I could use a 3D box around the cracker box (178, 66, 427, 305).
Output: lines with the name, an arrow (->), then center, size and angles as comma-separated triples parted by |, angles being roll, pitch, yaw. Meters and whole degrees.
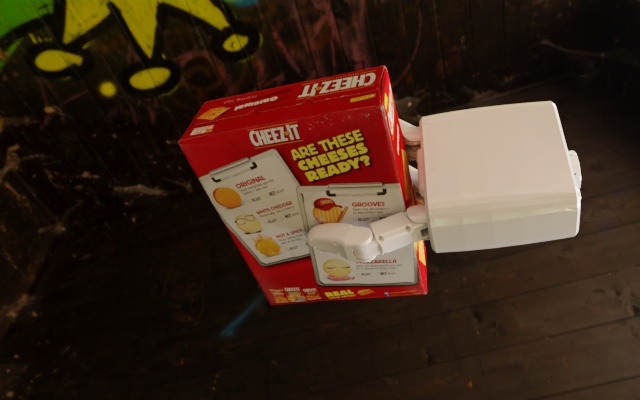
cracker box -> 0.000, 0.002, 0.433 | 0.164, 0.214, 0.072 | -7, 40, 16
